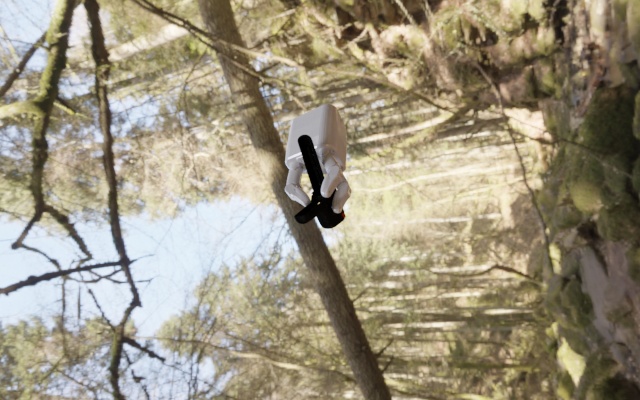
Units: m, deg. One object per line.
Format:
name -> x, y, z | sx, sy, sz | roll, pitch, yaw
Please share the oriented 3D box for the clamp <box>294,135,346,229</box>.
clamp -> 0.000, 0.003, 0.876 | 0.036, 0.164, 0.210 | -7, -32, 19
